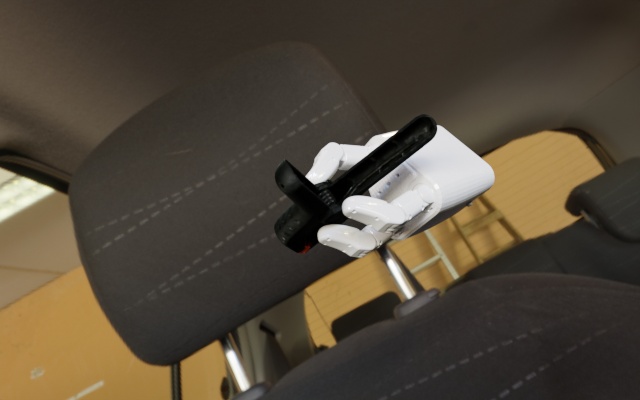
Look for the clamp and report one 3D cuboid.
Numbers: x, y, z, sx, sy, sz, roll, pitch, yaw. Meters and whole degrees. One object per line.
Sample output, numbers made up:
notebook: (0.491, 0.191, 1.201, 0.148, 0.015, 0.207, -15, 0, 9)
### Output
clamp: (0.000, 0.001, 0.457, 0.164, 0.036, 0.210, -18, -21, -37)
